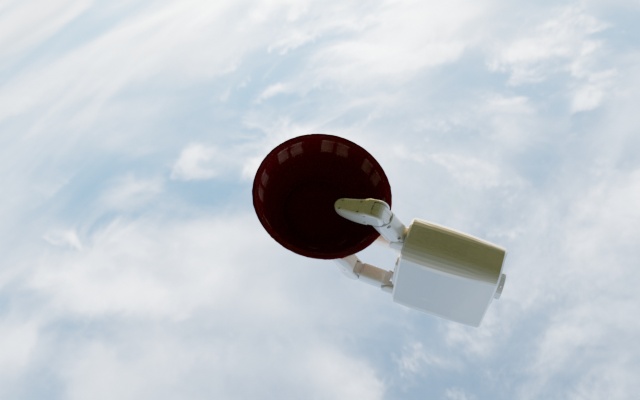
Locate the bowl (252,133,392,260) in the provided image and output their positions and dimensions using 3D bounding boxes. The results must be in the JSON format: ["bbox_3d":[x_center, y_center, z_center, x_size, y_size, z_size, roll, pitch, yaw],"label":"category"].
[{"bbox_3d":[-0.001,0.001,0.567,0.162,0.162,0.055,0,-26,-8],"label":"bowl"}]
